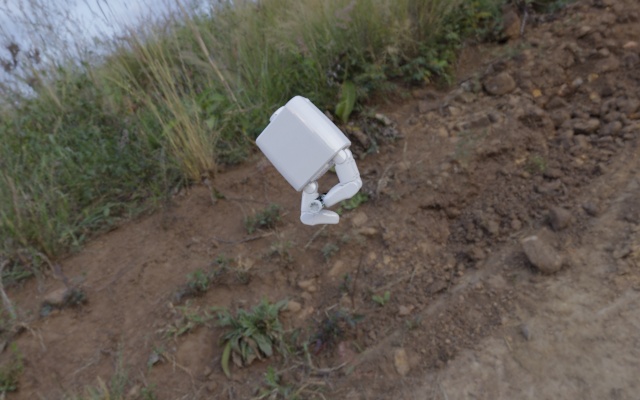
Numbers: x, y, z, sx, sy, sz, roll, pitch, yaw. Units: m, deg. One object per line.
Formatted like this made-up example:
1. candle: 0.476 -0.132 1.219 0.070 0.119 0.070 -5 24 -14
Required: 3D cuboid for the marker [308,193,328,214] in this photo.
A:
1. marker: 0.000 0.002 0.748 0.020 0.020 0.121 0 7 9
